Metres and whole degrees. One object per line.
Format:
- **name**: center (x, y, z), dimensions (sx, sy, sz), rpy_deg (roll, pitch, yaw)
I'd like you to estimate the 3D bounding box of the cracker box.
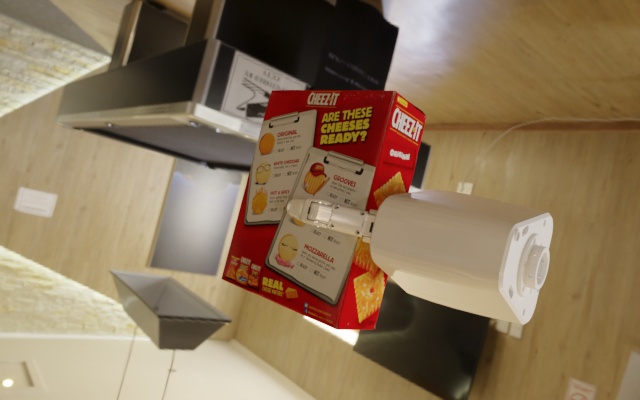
- **cracker box**: center (0.000, 0.002, 0.483), dimensions (0.164, 0.213, 0.072), rpy_deg (12, -4, 41)
